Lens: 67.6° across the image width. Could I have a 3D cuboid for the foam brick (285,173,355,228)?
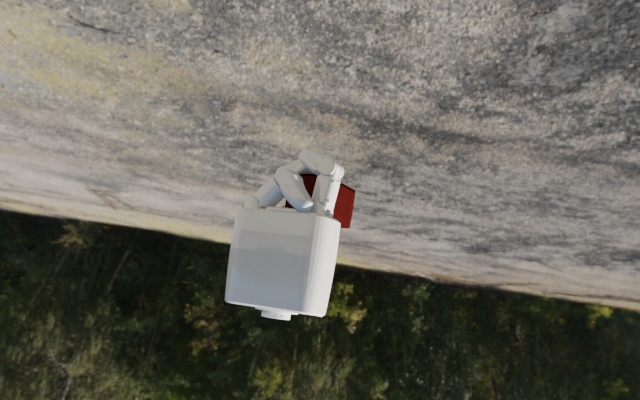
[{"bbox_3d":[0.000,0.002,0.590,0.053,0.051,0.078,-1,-14,34],"label":"foam brick"}]
